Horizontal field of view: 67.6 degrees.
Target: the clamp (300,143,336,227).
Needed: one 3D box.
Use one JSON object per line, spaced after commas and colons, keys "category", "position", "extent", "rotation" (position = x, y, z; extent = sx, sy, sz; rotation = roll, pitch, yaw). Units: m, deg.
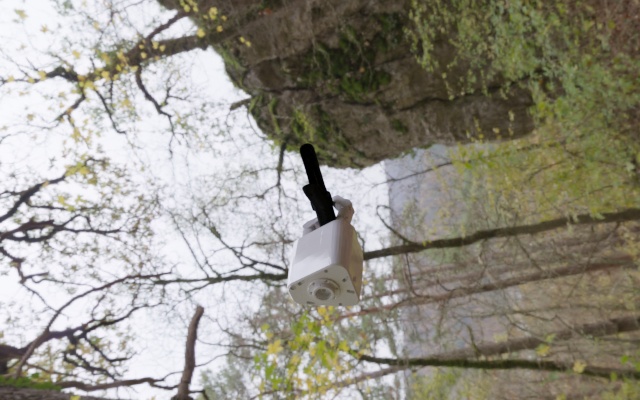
{"category": "clamp", "position": [0.000, 0.003, 0.788], "extent": [0.039, 0.172, 0.120], "rotation": [-14, 32, 14]}
